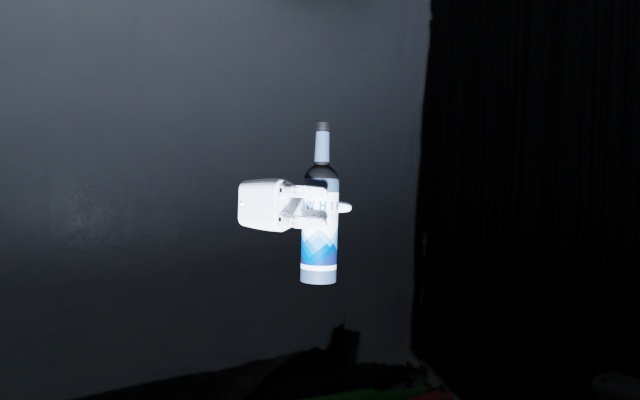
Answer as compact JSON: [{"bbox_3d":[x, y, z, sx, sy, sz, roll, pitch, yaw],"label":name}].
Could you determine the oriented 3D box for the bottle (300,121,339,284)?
[{"bbox_3d":[0.000,0.003,0.885,0.069,0.295,0.069,2,1,0],"label":"bottle"}]
